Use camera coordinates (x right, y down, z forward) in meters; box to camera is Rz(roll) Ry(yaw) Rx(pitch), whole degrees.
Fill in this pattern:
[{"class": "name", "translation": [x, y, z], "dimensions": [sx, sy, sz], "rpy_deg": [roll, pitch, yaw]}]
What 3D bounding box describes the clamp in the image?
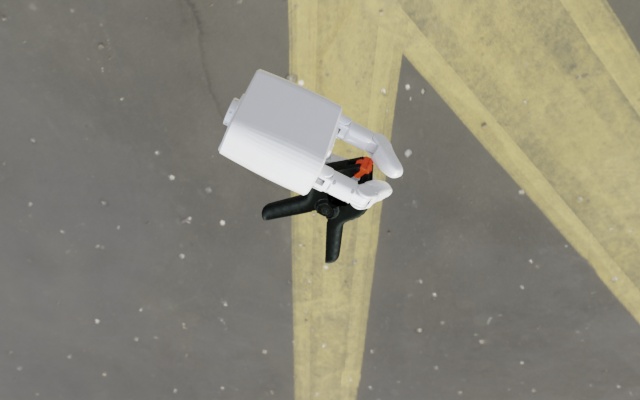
[{"class": "clamp", "translation": [0.000, 0.002, 0.598], "dimensions": [0.120, 0.171, 0.039], "rpy_deg": [25, 38, -8]}]
